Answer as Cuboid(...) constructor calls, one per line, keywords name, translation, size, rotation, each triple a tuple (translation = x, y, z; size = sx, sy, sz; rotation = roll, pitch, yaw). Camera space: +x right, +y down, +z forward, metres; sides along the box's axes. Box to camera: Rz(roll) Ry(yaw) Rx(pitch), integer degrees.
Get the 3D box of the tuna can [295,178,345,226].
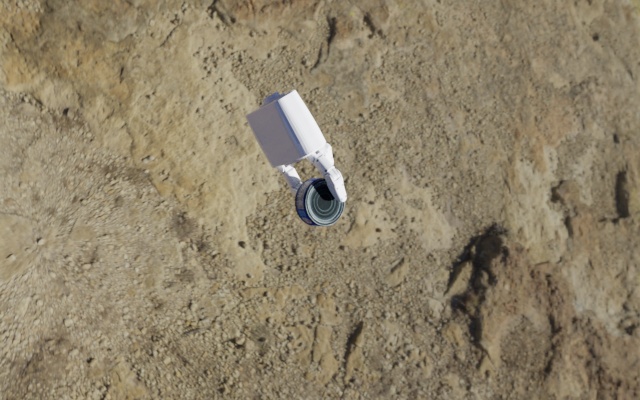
Cuboid(name="tuna can", translation=(0.000, 0.003, 0.833), size=(0.086, 0.086, 0.034), rotation=(0, 0, -34))
